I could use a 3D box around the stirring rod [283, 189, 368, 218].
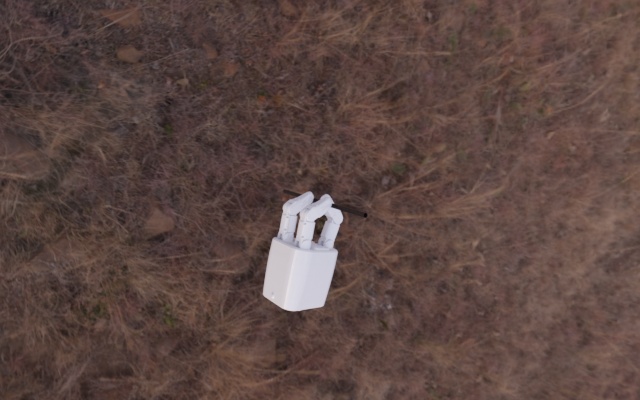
[{"bbox_3d":[0.000,0.003,0.838,0.011,0.011,0.239,0,10,-36],"label":"stirring rod"}]
